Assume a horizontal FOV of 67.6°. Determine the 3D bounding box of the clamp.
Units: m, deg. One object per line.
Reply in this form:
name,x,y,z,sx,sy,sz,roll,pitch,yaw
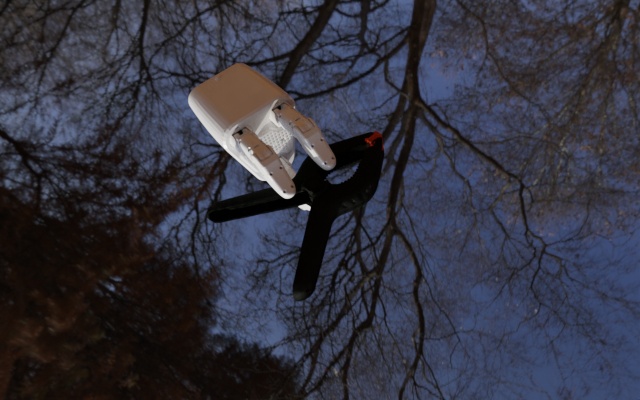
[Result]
clamp,0.001,0.002,0.515,0.210,0.036,0.164,-35,53,-14
